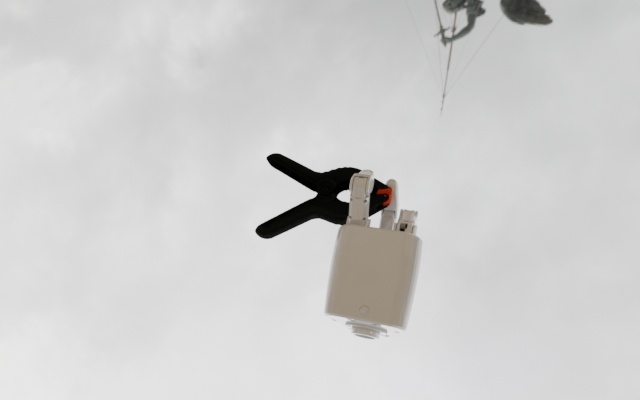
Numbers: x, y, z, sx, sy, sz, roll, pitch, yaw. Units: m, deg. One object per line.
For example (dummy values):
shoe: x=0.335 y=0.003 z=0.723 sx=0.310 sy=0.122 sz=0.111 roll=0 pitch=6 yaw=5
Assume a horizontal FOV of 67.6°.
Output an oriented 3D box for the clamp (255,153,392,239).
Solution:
clamp: x=0.000 y=0.002 z=0.596 sx=0.171 sy=0.120 sz=0.039 roll=8 pitch=-21 yaw=13
